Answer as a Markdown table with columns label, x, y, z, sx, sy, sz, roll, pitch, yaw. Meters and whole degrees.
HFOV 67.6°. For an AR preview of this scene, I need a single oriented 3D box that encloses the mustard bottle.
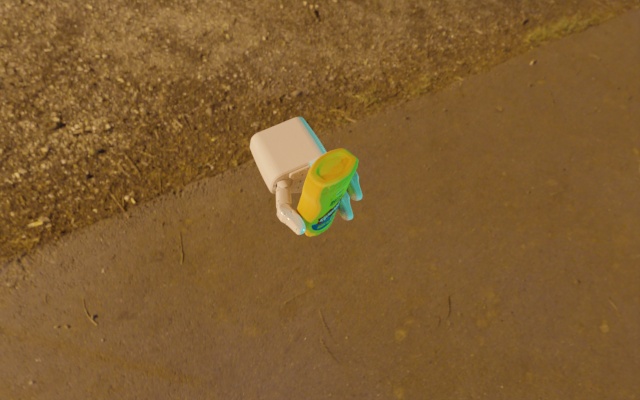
| label | x | y | z | sx | sy | sz | roll | pitch | yaw |
| --- | --- | --- | --- | --- | --- | --- | --- | --- | --- |
| mustard bottle | 0.000 | 0.003 | 0.804 | 0.096 | 0.058 | 0.192 | -41 | -17 | -35 |
